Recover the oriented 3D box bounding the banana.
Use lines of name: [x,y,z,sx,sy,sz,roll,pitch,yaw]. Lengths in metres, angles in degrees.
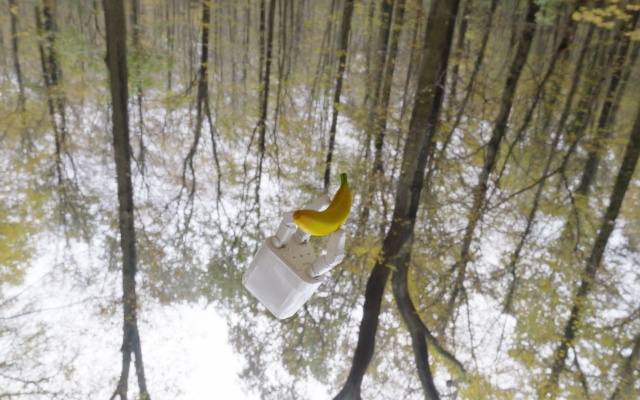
banana: [0.010,0.018,0.749,0.037,0.069,0.197,-23,9,28]
